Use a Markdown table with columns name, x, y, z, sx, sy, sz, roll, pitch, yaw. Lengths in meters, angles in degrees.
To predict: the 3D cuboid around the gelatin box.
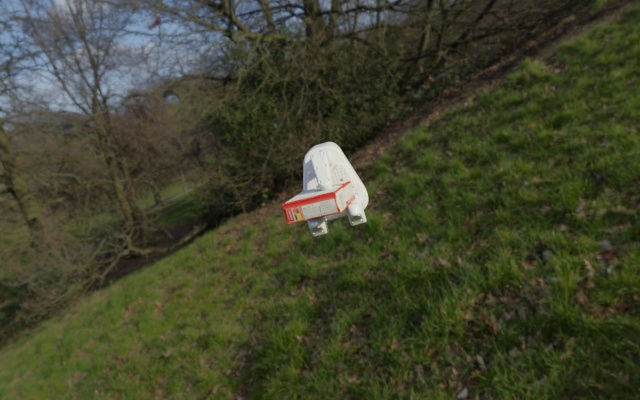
| name | x | y | z | sx | sy | sz | roll | pitch | yaw |
| --- | --- | --- | --- | --- | --- | --- | --- | --- | --- |
| gelatin box | 0.000 | 0.002 | 0.627 | 0.073 | 0.030 | 0.089 | -13 | 8 | 18 |
